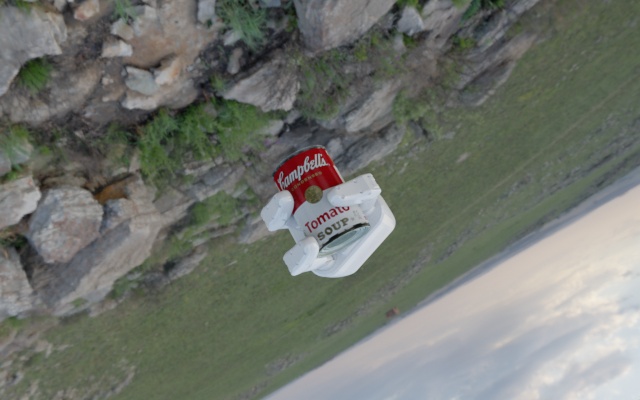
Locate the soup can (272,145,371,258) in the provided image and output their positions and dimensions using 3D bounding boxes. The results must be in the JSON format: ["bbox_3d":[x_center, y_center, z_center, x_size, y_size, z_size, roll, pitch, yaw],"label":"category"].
[{"bbox_3d":[0.000,0.002,0.510,0.068,0.102,0.068,-27,-18,-9],"label":"soup can"}]
